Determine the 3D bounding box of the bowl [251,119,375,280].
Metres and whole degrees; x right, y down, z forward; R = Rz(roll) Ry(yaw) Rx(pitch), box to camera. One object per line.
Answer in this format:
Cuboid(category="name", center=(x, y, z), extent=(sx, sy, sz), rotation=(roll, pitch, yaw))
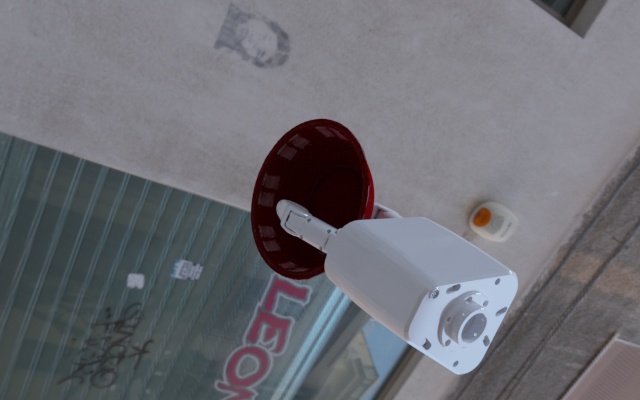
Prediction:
Cuboid(category="bowl", center=(0.000, 0.001, 0.491), extent=(0.162, 0.162, 0.055), rotation=(0, -11, 43))
